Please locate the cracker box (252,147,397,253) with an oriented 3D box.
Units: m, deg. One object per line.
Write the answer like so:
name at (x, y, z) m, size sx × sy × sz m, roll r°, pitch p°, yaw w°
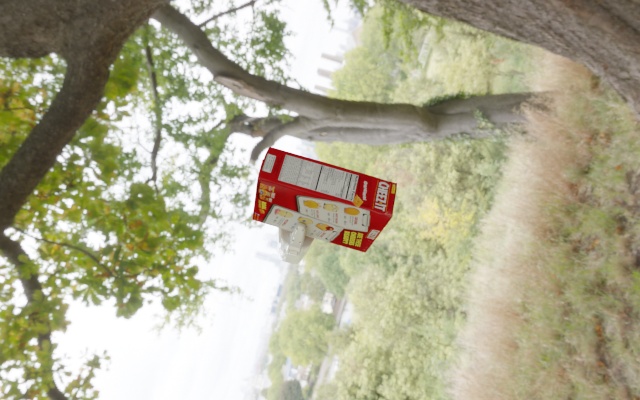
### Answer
cracker box at (0.000, 0.003, 0.796) m, size 0.214 × 0.072 × 0.164 m, roll 16°, pitch -27°, yaw -3°
